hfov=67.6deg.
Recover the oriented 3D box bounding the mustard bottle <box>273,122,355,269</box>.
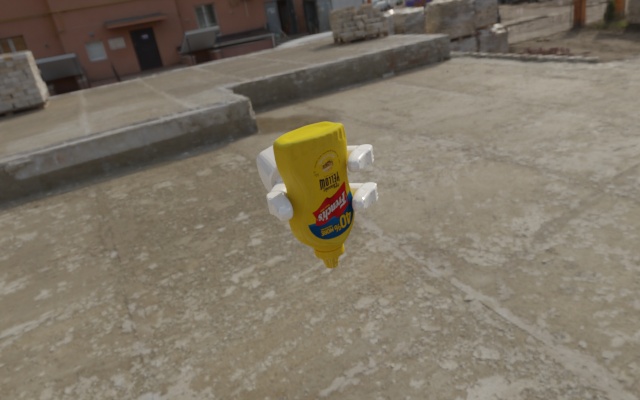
[{"bbox_3d":[0.000,0.002,0.617,0.096,0.192,0.058,-28,29,-36],"label":"mustard bottle"}]
